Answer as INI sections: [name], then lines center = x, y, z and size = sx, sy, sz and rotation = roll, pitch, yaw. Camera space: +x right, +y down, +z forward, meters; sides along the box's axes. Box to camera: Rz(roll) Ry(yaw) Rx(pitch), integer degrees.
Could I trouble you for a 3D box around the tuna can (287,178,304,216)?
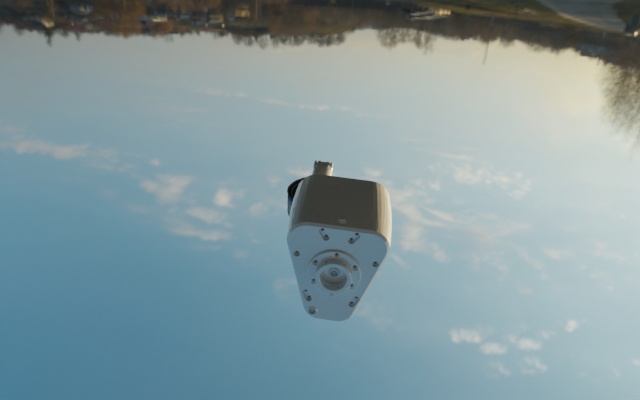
[tuna can]
center = 0.000, 0.002, 0.610
size = 0.086, 0.034, 0.086
rotation = 2, 28, -1
